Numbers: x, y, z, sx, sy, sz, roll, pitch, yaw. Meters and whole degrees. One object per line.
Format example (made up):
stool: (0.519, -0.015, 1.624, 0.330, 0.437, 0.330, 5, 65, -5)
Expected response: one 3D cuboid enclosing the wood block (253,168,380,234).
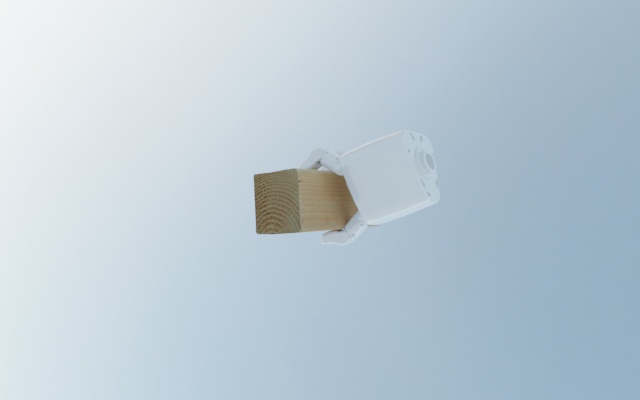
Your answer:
wood block: (0.001, 0.003, 0.754, 0.090, 0.091, 0.206, -5, -3, 38)
